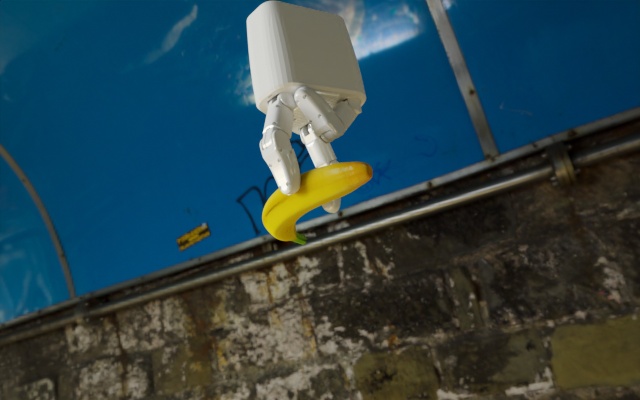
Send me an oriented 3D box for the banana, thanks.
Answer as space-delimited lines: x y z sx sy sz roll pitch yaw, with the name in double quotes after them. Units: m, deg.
-0.018 0.003 0.492 0.069 0.037 0.198 -2 -20 -23 "banana"
